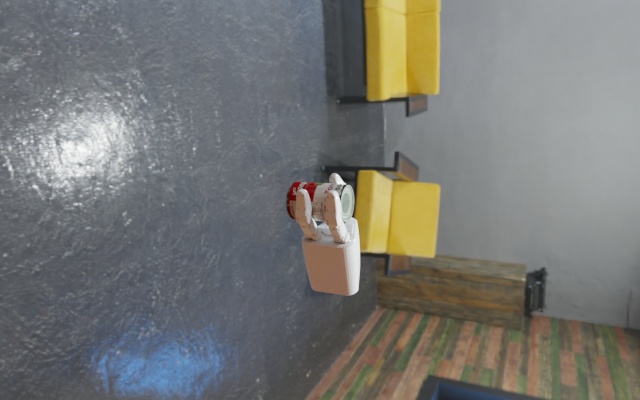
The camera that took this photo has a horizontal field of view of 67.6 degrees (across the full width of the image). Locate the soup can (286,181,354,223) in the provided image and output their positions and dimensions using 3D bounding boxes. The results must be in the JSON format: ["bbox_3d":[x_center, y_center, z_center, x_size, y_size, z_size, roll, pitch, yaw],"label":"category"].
[{"bbox_3d":[0.000,0.002,0.834,0.102,0.068,0.068,4,1,24],"label":"soup can"}]
